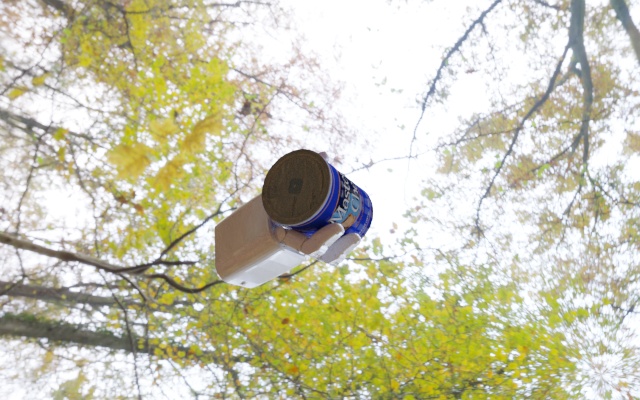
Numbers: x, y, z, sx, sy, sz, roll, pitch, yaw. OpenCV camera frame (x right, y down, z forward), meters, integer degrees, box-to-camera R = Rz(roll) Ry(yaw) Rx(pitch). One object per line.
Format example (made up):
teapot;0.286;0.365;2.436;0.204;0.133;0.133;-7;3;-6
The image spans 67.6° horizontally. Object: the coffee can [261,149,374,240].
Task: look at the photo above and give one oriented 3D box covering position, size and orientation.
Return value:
coffee can;0.000;0.002;0.663;0.103;0.102;0.140;0;-17;30
